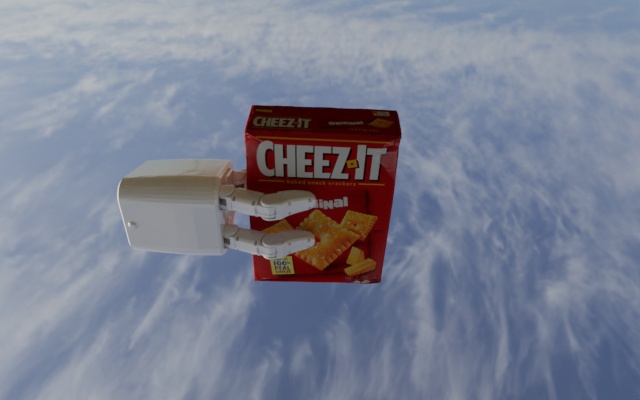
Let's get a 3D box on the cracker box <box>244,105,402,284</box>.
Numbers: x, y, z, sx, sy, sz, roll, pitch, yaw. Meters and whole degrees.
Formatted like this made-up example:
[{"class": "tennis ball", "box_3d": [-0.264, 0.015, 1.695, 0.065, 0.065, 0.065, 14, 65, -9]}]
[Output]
[{"class": "cracker box", "box_3d": [0.000, 0.002, 0.563, 0.164, 0.214, 0.072, 2, 36, 0]}]
